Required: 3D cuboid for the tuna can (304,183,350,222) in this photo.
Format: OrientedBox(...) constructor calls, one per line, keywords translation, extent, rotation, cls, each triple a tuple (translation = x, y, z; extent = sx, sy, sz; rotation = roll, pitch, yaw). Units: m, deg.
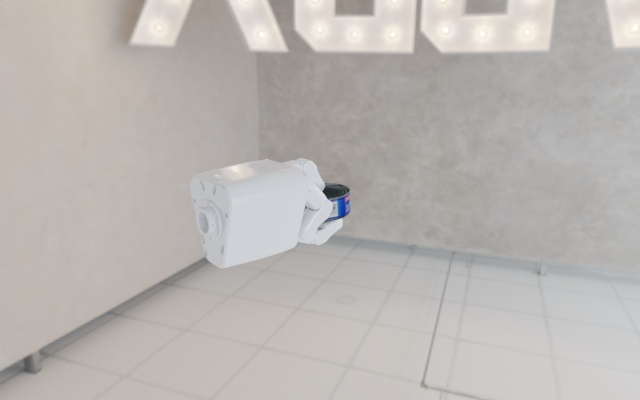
OrientedBox(translation=(0.000, 0.003, 0.683), extent=(0.086, 0.034, 0.086), rotation=(-4, 17, 1), cls="tuna can")
